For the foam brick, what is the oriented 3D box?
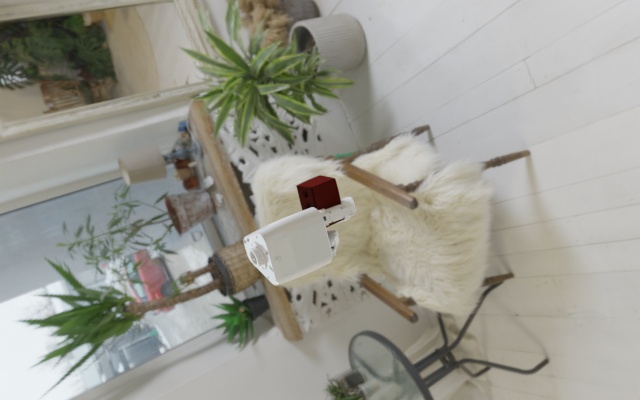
[{"bbox_3d":[0.000,0.002,0.816,0.051,0.078,0.053,-22,17,-27],"label":"foam brick"}]
